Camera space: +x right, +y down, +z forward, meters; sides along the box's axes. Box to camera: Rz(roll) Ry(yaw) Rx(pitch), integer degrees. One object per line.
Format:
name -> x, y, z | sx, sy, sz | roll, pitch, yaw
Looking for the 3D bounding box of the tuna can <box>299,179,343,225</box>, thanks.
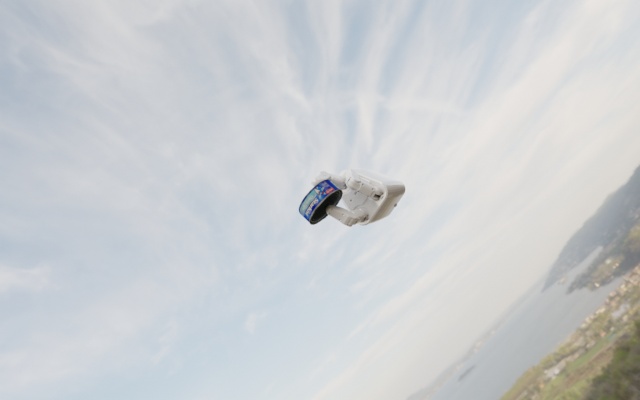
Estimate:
tuna can -> 0.000, 0.003, 0.885 | 0.033, 0.086, 0.086 | 43, 16, 18
